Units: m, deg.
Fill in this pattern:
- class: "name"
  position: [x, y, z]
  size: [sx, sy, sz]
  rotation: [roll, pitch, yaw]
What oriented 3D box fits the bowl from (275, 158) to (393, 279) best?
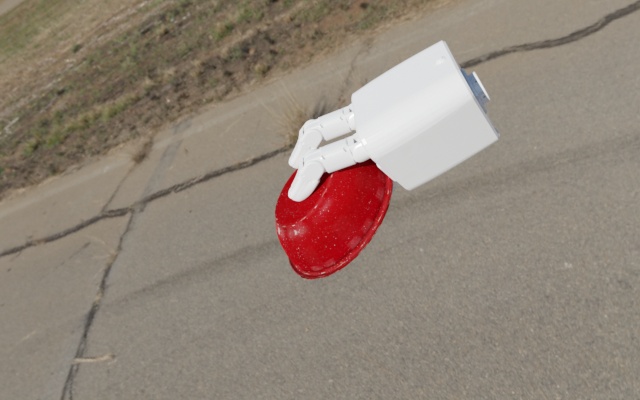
- class: "bowl"
  position: [-0.001, 0.002, 0.523]
  size: [0.055, 0.162, 0.162]
  rotation: [35, -19, -29]
